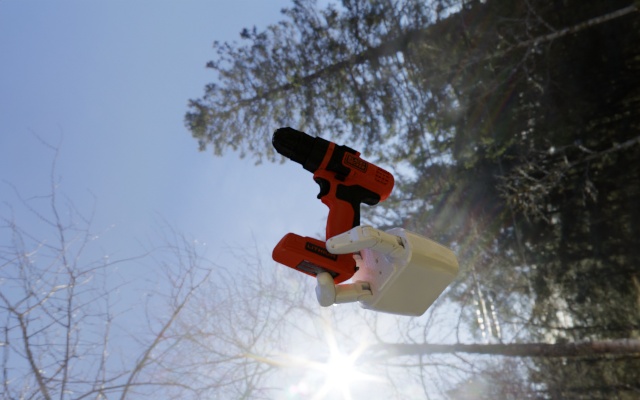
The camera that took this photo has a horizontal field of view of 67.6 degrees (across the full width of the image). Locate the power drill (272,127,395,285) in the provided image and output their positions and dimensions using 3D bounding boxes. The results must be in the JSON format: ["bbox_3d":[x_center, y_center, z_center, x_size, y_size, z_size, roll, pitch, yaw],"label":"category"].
[{"bbox_3d":[0.000,0.003,0.632,0.184,0.187,0.057,23,-30,-8],"label":"power drill"}]
